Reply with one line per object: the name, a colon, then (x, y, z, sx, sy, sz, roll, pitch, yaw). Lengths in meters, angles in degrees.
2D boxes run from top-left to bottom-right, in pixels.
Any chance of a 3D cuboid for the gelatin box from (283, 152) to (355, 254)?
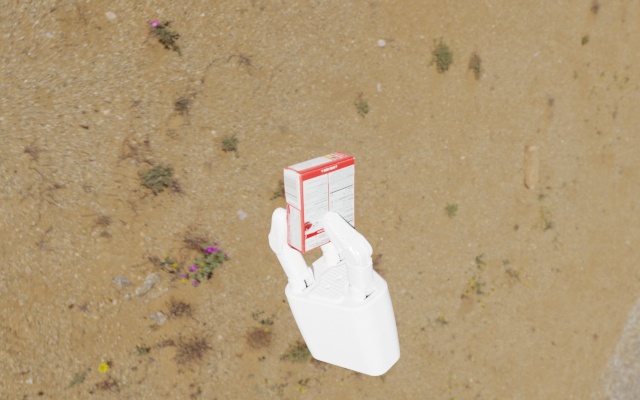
gelatin box: (0.000, 0.001, 0.490, 0.073, 0.089, 0.030, -20, 30, -36)
